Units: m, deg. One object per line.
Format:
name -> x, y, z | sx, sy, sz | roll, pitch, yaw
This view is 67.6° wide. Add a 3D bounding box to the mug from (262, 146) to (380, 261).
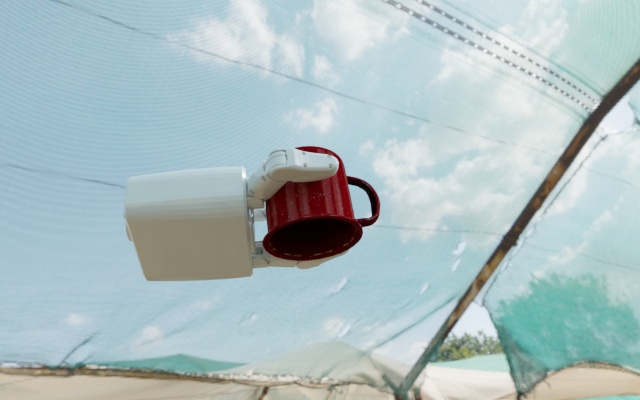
mug -> 0.001, 0.001, 0.460 | 0.117, 0.081, 0.093 | -3, -30, -9
